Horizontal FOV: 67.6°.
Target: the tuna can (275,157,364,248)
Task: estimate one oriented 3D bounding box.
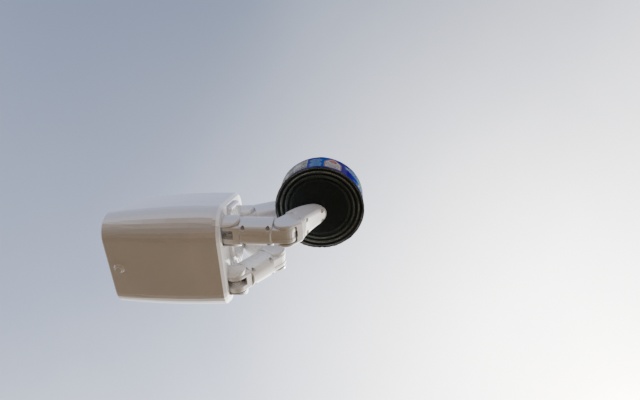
[{"bbox_3d":[0.000,0.001,0.472,0.086,0.086,0.033,0,25,4],"label":"tuna can"}]
